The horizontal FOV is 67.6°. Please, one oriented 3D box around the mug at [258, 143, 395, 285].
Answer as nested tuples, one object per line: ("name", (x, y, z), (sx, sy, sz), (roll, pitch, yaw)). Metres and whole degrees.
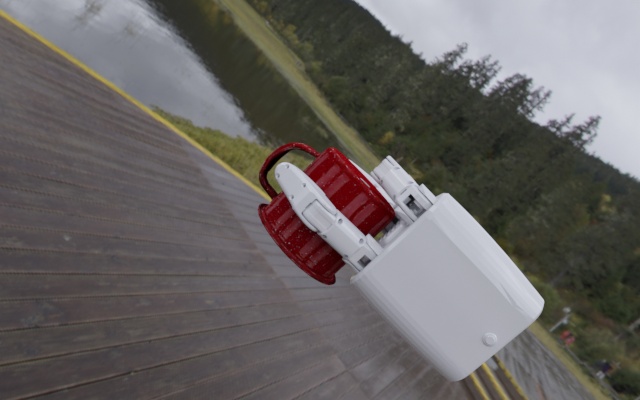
("mug", (-0.001, 0.000, 0.405), (0.081, 0.117, 0.093), (-44, -3, 9))
